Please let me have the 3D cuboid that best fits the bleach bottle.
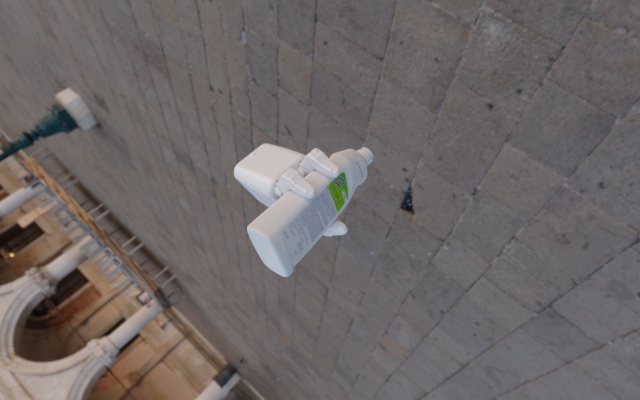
[{"bbox_3d":[0.000,0.003,0.775,0.068,0.103,0.250,23,55,40],"label":"bleach bottle"}]
